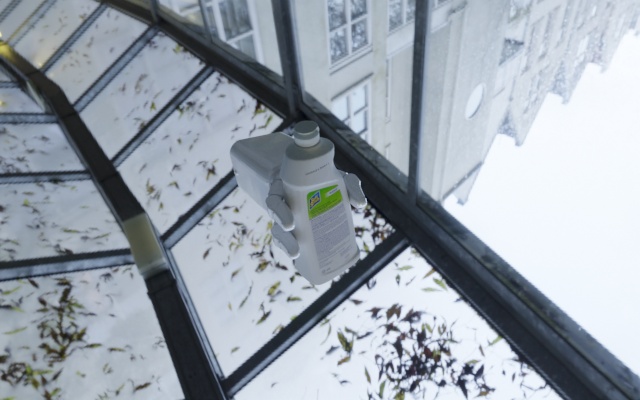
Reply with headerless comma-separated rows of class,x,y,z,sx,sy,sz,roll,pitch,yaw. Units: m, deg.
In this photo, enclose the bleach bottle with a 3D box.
bleach bottle,0.000,0.002,0.652,0.102,0.251,0.068,-33,47,-27
